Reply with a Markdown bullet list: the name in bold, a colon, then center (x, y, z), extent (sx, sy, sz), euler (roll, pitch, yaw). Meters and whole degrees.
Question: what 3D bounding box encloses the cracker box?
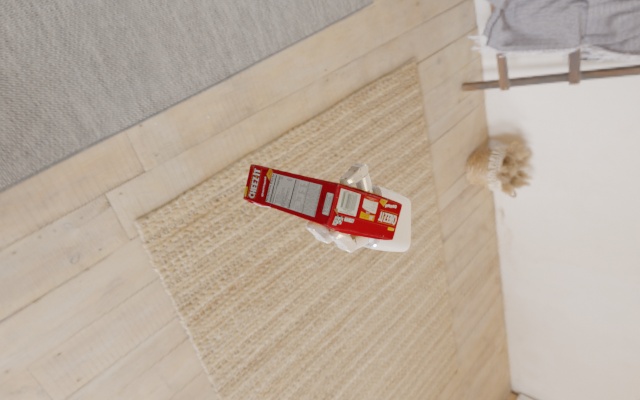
- **cracker box**: center (0.000, 0.002, 0.797), extent (0.213, 0.072, 0.164), euler (15, 1, 45)
